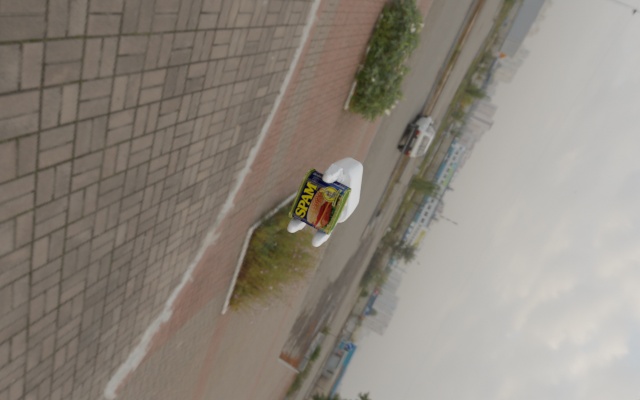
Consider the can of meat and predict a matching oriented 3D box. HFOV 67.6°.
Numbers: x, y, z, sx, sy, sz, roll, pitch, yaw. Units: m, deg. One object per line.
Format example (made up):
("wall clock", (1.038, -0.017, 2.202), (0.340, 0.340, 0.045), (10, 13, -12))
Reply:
("can of meat", (0.000, 0.003, 0.893), (0.084, 0.102, 0.057), (27, 19, 10))
